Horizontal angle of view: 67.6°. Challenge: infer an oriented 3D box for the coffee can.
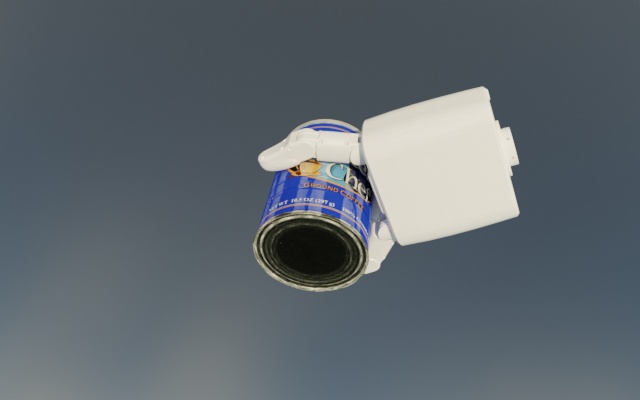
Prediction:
[{"bbox_3d":[0.000,0.001,0.466,0.103,0.103,0.140,0,42,10],"label":"coffee can"}]
